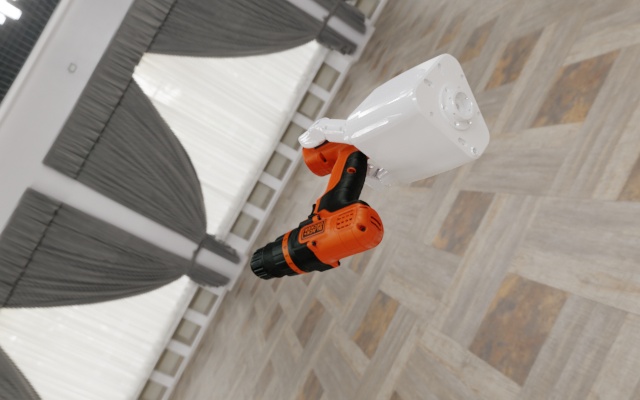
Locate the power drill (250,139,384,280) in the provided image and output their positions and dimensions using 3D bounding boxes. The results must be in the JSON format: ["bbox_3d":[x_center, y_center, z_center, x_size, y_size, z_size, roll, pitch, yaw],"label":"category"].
[{"bbox_3d":[0.000,0.001,0.578,0.184,0.187,0.057,-22,-48,35],"label":"power drill"}]
